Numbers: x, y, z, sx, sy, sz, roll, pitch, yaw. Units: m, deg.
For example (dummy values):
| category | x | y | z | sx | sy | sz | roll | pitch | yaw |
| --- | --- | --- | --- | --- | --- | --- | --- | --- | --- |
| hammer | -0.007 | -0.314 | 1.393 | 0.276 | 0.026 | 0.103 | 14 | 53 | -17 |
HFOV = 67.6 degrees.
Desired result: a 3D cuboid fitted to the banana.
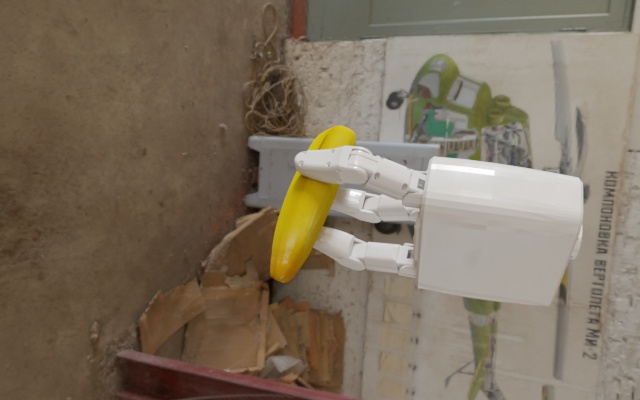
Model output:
| category | x | y | z | sx | sy | sz | roll | pitch | yaw |
| --- | --- | --- | --- | --- | --- | --- | --- | --- | --- |
| banana | 0.002 | -0.016 | 0.414 | 0.037 | 0.070 | 0.197 | 11 | 36 | 12 |
